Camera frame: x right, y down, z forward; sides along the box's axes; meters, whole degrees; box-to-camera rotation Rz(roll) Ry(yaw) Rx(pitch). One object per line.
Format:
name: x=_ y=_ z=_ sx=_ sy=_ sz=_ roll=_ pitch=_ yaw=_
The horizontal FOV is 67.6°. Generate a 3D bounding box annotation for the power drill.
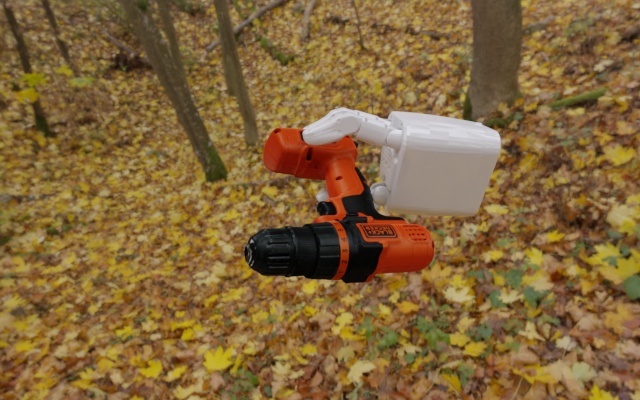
power drill: x=0.000 y=0.001 z=0.477 sx=0.184 sy=0.057 sz=0.187 roll=3 pitch=41 yaw=-27
